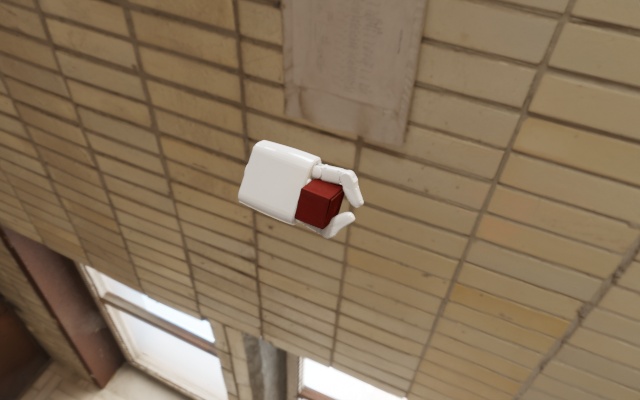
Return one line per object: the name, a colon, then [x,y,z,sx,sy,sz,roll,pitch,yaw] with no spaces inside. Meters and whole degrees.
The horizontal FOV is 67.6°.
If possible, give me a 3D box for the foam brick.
foam brick: [0.000,0.002,0.748,0.051,0.053,0.078,21,23,13]
